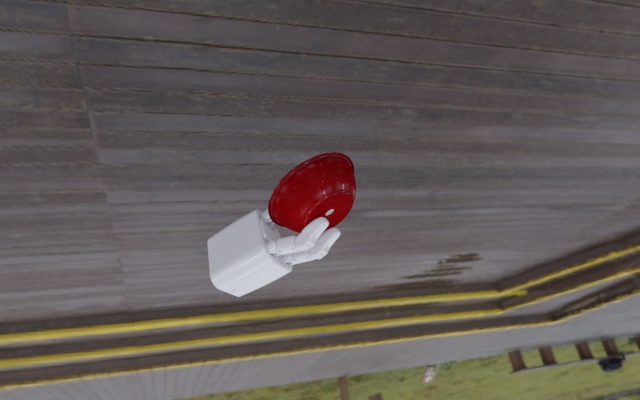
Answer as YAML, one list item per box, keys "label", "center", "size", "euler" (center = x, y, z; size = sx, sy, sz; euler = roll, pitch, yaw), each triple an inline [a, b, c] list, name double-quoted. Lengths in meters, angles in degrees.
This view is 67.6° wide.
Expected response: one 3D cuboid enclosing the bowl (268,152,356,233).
- label: "bowl"
  center: [0.001, 0.002, 0.757]
  size: [0.162, 0.162, 0.055]
  euler: [0, 42, -45]
